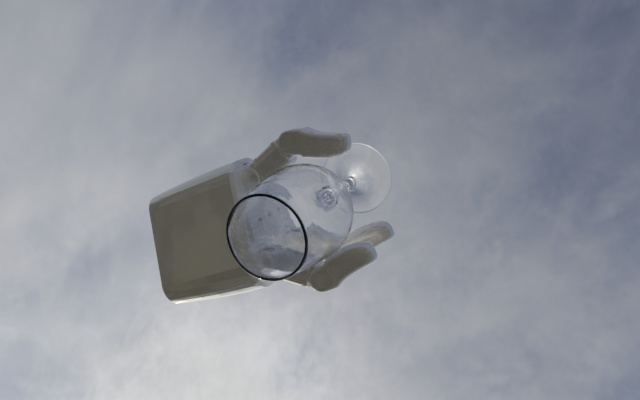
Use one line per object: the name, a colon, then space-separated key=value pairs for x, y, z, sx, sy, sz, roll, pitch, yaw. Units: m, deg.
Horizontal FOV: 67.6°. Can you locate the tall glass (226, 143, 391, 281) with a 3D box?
tall glass: x=0.000 y=0.001 z=0.406 sx=0.079 sy=0.079 sz=0.201 roll=0 pitch=14 yaw=22
